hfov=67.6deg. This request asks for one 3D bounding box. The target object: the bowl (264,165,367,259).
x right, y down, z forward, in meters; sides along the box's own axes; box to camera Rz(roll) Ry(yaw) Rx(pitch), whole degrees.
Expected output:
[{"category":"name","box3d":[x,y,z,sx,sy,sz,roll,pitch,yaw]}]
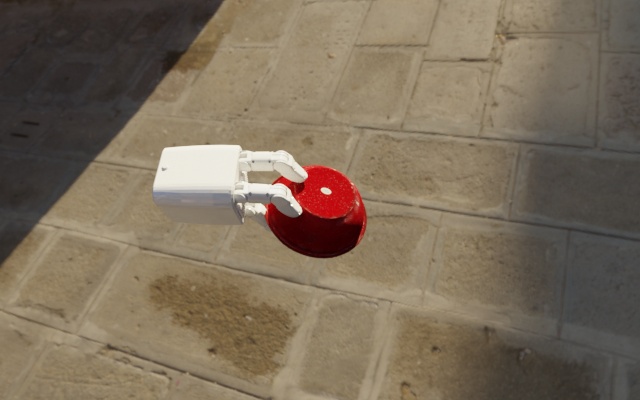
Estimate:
[{"category":"bowl","box3d":[0.001,0.002,0.707,0.162,0.162,0.055,0,-34,-17]}]
